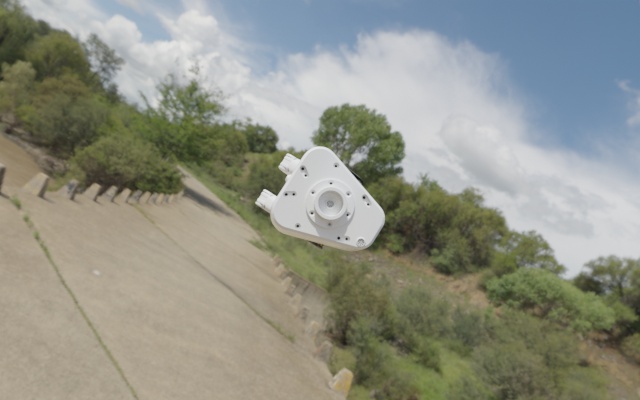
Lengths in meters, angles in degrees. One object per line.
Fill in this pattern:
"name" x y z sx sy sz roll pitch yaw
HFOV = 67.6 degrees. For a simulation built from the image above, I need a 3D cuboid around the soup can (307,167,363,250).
"soup can" 0.000 0.002 0.614 0.068 0.102 0.068 32 -5 3
